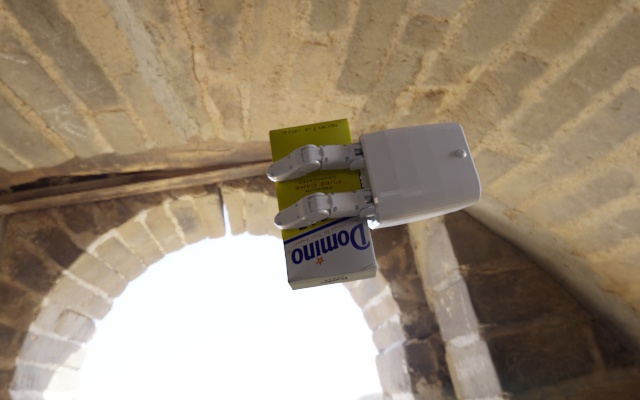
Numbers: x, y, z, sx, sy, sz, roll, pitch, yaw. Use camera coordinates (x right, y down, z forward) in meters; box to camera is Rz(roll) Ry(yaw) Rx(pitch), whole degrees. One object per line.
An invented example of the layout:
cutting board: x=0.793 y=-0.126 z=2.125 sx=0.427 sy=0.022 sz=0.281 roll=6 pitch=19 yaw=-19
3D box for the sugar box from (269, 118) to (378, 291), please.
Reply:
sugar box: x=0.000 y=0.001 z=0.517 sx=0.093 sy=0.176 sz=0.048 roll=-10 pitch=-24 yaw=0
